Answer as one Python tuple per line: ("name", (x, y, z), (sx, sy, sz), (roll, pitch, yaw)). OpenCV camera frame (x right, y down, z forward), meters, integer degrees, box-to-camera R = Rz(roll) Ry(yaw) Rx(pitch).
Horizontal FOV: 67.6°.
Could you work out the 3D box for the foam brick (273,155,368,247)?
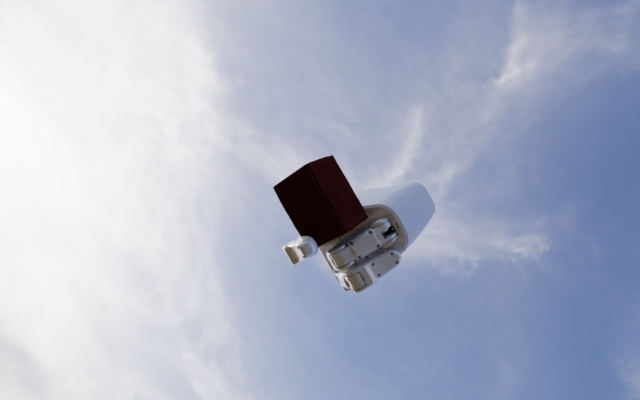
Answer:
("foam brick", (0.000, 0.001, 0.487), (0.053, 0.078, 0.051), (-29, 1, 36))
